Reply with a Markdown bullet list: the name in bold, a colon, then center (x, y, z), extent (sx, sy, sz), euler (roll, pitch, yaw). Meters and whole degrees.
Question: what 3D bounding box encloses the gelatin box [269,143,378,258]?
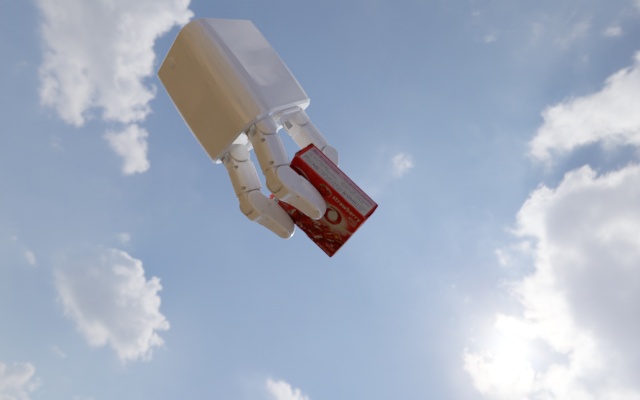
- **gelatin box**: center (0.001, 0.002, 0.458), extent (0.030, 0.089, 0.073), euler (-41, -9, -44)
